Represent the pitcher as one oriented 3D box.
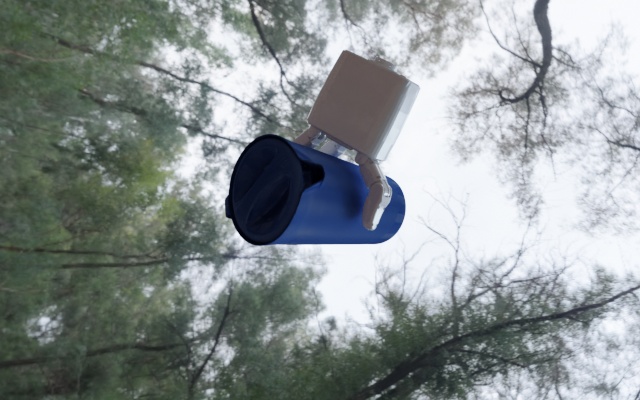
[{"bbox_3d":[0.000,0.002,0.652,0.243,0.145,0.149,10,22,-47],"label":"pitcher"}]
